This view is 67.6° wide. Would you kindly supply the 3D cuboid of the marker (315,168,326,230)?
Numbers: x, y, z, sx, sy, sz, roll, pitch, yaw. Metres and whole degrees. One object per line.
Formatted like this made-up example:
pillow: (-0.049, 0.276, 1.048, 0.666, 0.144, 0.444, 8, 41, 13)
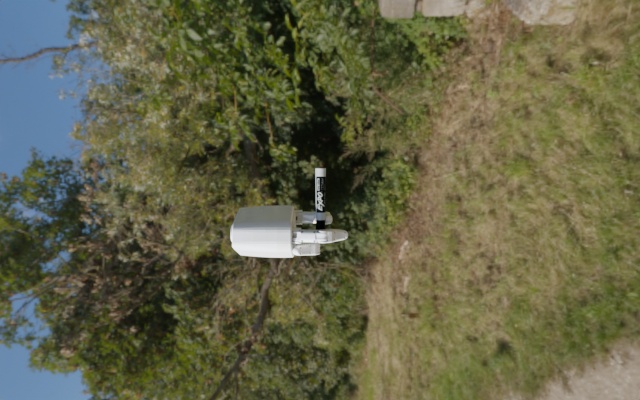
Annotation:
marker: (0.000, 0.003, 0.851, 0.020, 0.121, 0.020, 0, 2, 0)
